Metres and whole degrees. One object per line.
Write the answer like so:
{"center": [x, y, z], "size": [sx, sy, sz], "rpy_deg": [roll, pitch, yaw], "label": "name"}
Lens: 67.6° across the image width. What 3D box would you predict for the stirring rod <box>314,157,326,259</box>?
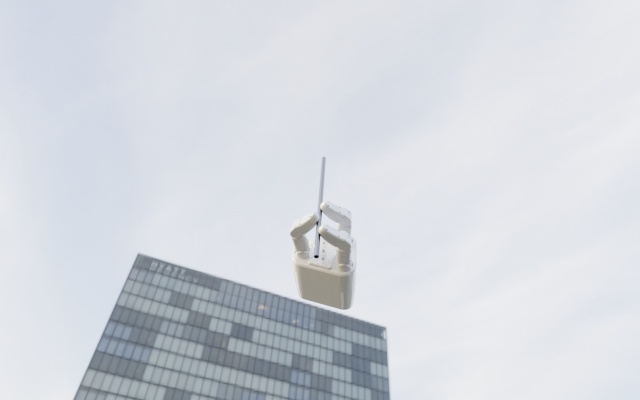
{"center": [0.000, 0.003, 0.795], "size": [0.011, 0.011, 0.239], "rpy_deg": [0, 42, 4], "label": "stirring rod"}
